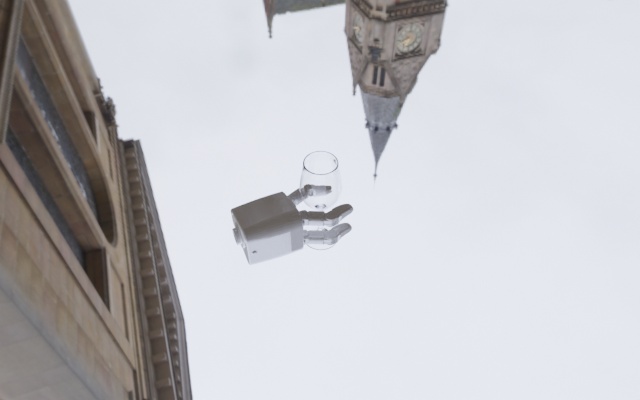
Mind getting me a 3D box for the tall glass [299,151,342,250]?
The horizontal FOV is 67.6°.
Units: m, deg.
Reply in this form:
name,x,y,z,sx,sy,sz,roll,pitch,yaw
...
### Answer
name,x,y,z,sx,sy,sz,roll,pitch,yaw
tall glass,0.000,0.003,0.895,0.079,0.079,0.201,0,-44,-1
